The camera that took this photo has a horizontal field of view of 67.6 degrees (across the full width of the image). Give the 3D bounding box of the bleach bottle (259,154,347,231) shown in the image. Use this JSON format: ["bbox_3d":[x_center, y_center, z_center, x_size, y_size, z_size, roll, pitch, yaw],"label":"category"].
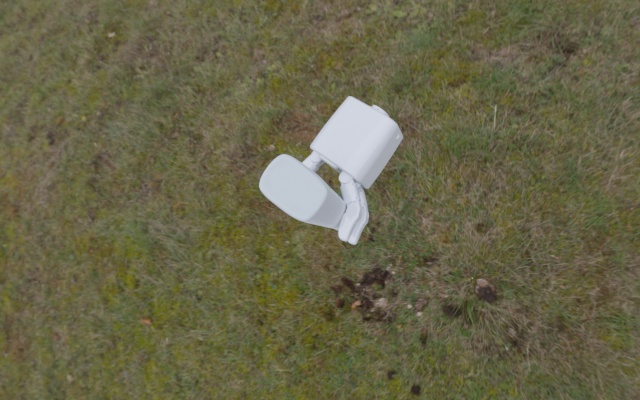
[{"bbox_3d":[0.000,0.003,0.759,0.102,0.068,0.251,38,3,19],"label":"bleach bottle"}]
